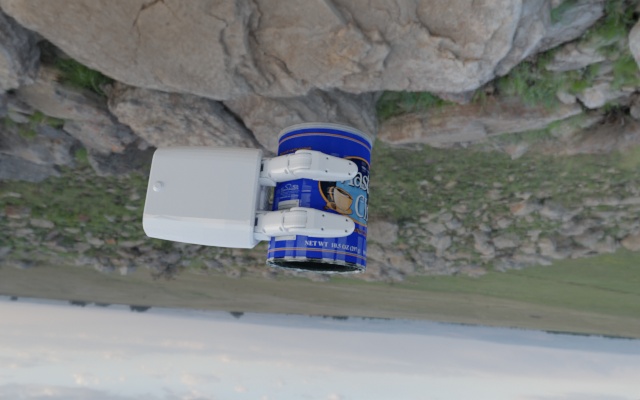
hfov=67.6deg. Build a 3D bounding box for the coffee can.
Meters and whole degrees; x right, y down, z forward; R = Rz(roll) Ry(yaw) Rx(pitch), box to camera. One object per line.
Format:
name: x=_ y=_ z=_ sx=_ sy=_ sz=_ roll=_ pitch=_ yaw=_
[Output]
coffee can: x=0.000 y=0.002 z=0.505 sx=0.103 sy=0.140 sz=0.103 roll=4 pitch=-14 yaw=1
